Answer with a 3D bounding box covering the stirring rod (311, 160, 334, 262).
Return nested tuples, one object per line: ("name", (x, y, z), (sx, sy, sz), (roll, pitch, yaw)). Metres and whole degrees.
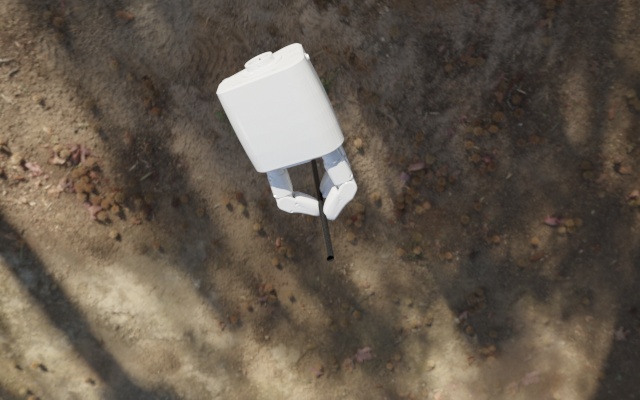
("stirring rod", (0.000, 0.002, 0.605), (0.011, 0.011, 0.239), (0, 30, -6))
